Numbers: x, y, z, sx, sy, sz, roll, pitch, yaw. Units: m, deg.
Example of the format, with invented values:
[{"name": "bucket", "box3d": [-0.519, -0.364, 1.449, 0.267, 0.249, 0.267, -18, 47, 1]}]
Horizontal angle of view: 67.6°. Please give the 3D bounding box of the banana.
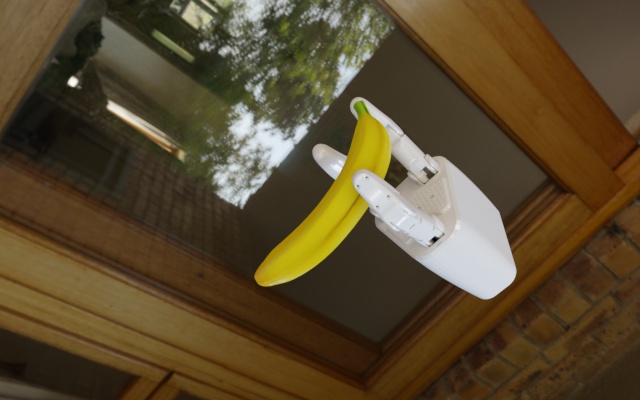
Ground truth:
[{"name": "banana", "box3d": [0.011, 0.003, 0.429, 0.037, 0.198, 0.069, 34, -3, -32]}]
